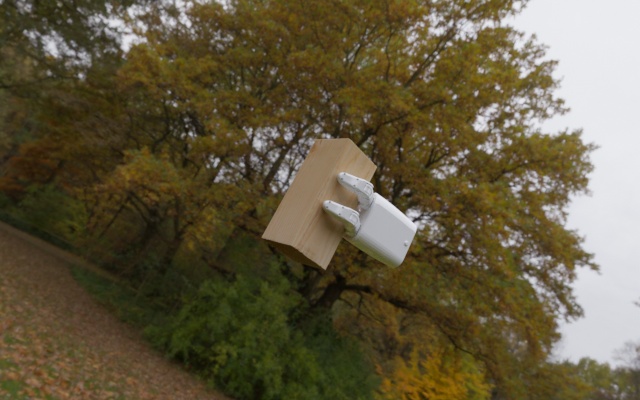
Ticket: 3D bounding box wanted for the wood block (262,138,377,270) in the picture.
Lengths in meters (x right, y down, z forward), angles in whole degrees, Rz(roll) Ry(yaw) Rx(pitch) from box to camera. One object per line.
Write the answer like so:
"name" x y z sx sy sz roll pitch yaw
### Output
"wood block" 0.000 0.003 0.824 0.091 0.206 0.090 6 -27 50
